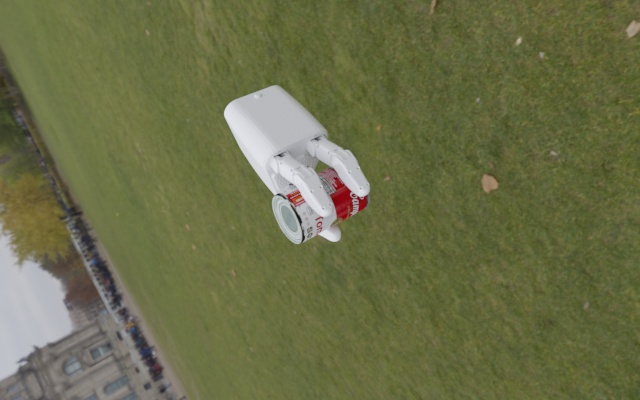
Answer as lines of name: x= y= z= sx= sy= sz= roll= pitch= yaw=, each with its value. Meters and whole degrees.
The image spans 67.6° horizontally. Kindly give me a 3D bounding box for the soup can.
soup can: x=0.000 y=0.002 z=0.589 sx=0.102 sy=0.068 sz=0.068 roll=-27 pitch=12 yaw=-26
